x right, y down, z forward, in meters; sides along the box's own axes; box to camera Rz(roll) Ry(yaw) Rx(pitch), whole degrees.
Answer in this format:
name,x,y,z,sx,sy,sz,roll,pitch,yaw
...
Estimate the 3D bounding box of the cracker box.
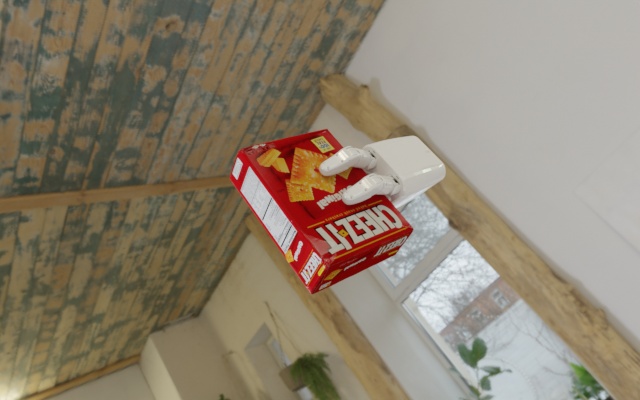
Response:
name,x,y,z,sx,sy,sz,roll,pitch,yaw
cracker box,0.000,0.002,0.668,0.164,0.213,0.072,-18,-31,-37
